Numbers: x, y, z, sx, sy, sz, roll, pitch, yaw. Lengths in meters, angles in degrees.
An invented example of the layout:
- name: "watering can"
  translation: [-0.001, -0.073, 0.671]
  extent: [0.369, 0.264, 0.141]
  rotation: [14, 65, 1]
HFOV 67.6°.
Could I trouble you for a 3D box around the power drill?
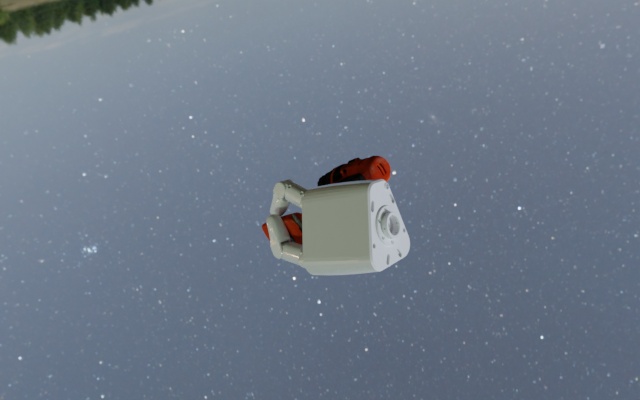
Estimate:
- name: "power drill"
  translation: [0.000, 0.003, 0.743]
  extent: [0.187, 0.057, 0.184]
  rotation: [-41, 11, -26]
